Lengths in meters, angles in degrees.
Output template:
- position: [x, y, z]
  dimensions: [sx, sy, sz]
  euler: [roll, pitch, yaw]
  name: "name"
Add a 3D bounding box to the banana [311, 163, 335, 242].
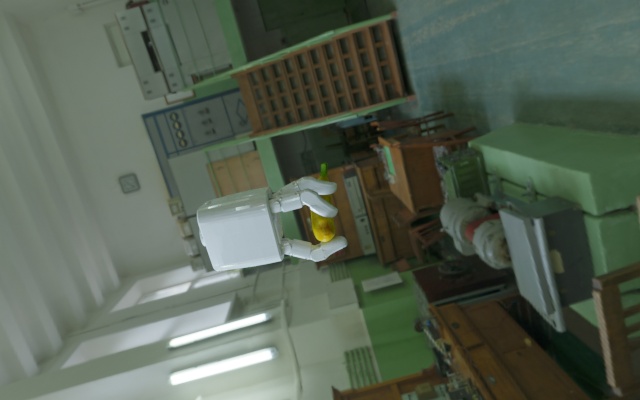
- position: [0.002, 0.016, 0.773]
  dimensions: [0.037, 0.070, 0.197]
  euler: [-6, 34, 1]
  name: "banana"
